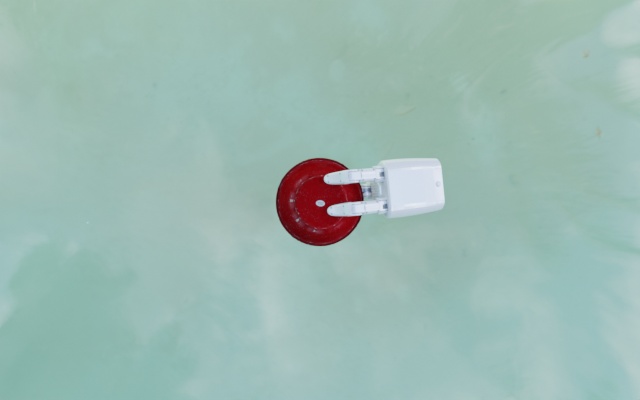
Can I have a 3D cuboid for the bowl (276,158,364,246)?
[{"bbox_3d":[-0.001,0.003,0.844,0.162,0.162,0.055,0,0,-2],"label":"bowl"}]
